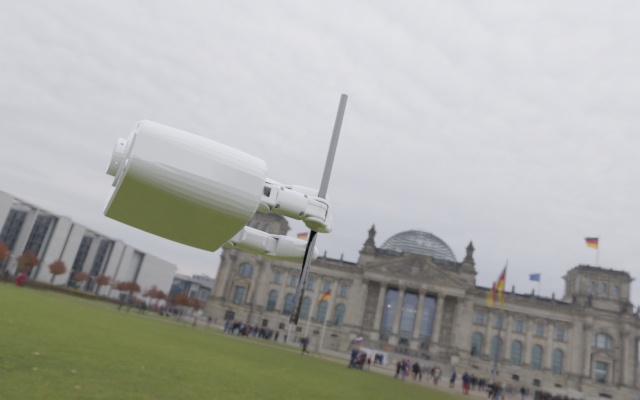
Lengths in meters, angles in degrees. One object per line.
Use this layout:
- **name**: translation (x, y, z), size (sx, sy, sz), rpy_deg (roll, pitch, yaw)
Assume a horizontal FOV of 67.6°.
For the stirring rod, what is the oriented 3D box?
- **stirring rod**: translation (0.000, 0.002, 0.473), size (0.011, 0.239, 0.011), rpy_deg (12, -16, 3)
